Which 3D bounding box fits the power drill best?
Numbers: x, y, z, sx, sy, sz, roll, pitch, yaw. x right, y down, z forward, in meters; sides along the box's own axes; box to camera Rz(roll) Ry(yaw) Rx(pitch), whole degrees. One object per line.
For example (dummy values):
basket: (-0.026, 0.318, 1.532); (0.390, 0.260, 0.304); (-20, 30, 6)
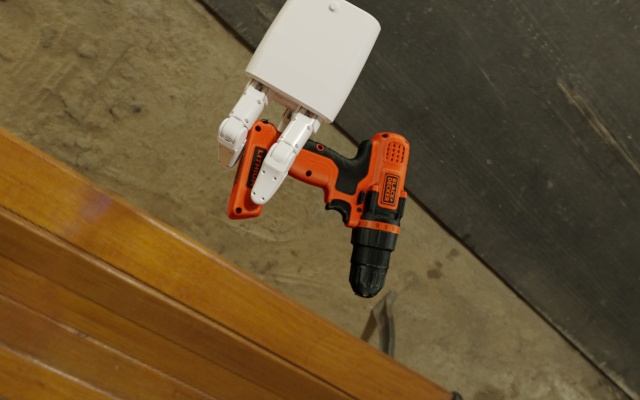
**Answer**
power drill: (0.000, 0.001, 0.512); (0.187, 0.184, 0.057); (13, -9, -17)
